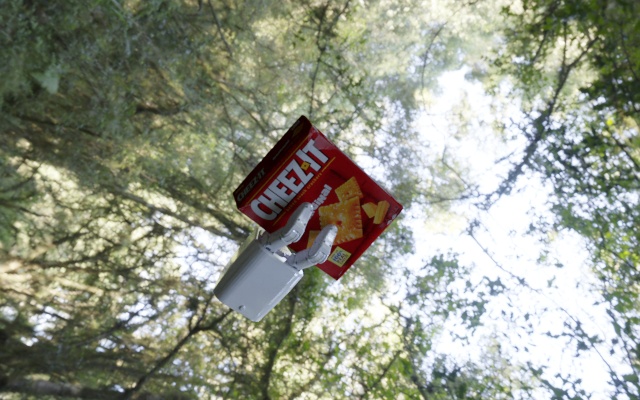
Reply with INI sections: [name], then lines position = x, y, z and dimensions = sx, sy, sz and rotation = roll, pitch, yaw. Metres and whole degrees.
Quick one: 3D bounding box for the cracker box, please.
[cracker box]
position = 0.000, 0.002, 0.740
dimensions = 0.214, 0.164, 0.072
rotation = 39, 8, -27
